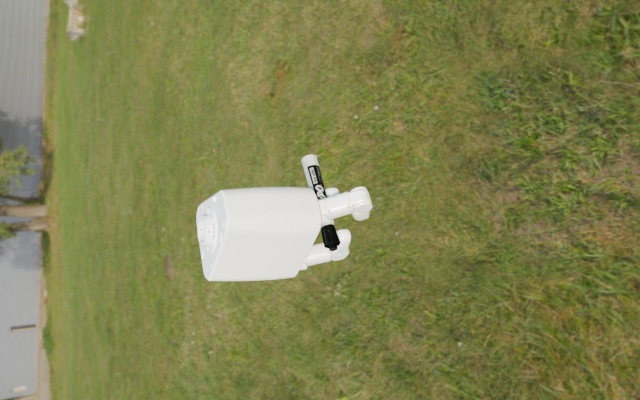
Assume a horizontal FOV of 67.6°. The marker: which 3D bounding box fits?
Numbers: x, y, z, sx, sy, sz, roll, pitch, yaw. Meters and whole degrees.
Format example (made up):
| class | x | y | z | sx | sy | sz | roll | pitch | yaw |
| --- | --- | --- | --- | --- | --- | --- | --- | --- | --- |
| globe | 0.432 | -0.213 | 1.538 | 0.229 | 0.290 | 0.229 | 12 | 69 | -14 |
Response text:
| class | x | y | z | sx | sy | sz | roll | pitch | yaw |
| --- | --- | --- | --- | --- | --- | --- | --- | --- | --- |
| marker | 0.000 | 0.002 | 0.552 | 0.020 | 0.121 | 0.020 | -12 | -25 | -6 |
